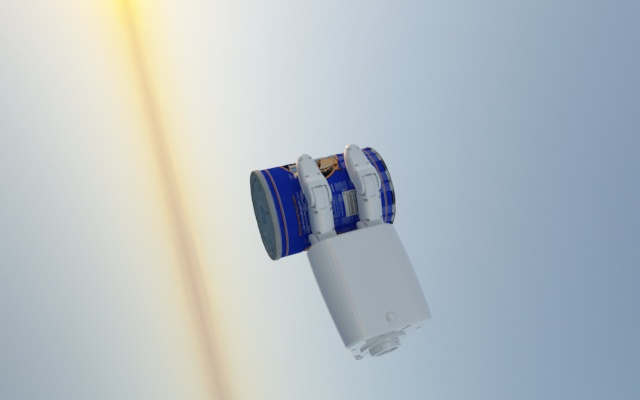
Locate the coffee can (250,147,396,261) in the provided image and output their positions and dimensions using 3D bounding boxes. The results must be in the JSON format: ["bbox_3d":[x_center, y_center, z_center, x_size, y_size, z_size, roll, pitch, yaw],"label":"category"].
[{"bbox_3d":[0.000,0.002,0.548,0.140,0.103,0.103,-14,4,-17],"label":"coffee can"}]
